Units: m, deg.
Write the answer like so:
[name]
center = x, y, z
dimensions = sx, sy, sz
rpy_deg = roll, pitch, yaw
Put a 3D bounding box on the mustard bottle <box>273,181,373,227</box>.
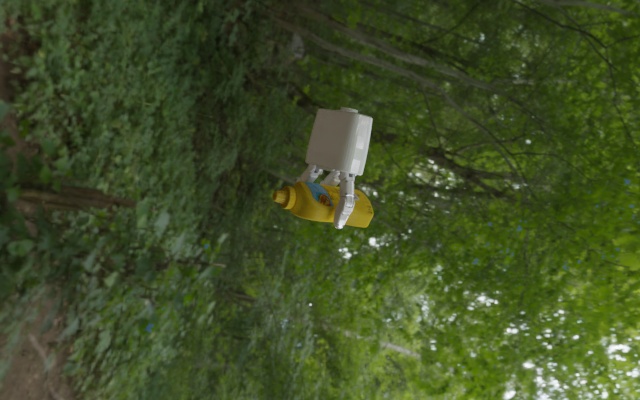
[mustard bottle]
center = 0.000, 0.003, 0.895
dimensions = 0.191, 0.058, 0.096
rpy_deg = 9, 31, -31
